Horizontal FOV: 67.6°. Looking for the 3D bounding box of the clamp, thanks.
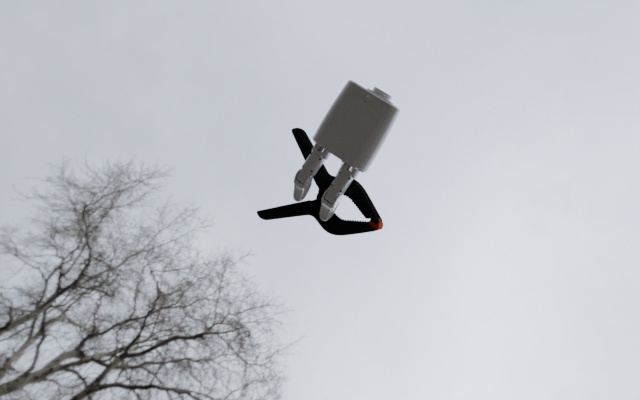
[{"bbox_3d":[0.001,0.003,0.769,0.210,0.164,0.036,35,15,17],"label":"clamp"}]
